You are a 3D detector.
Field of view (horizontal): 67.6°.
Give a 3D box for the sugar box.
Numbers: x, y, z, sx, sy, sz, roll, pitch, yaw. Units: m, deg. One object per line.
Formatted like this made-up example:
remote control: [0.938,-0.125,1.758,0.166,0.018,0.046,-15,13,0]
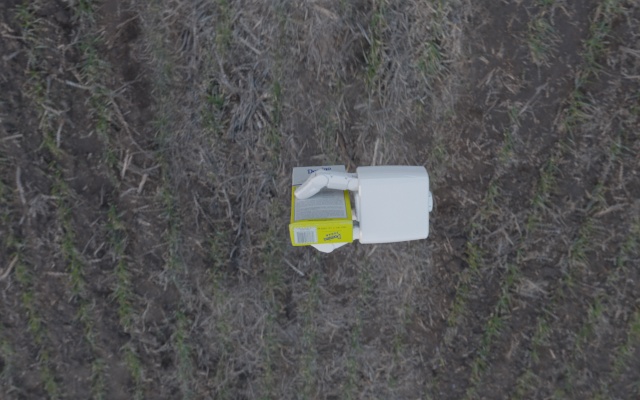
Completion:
sugar box: [0.000,0.003,0.768,0.093,0.048,0.176,-3,29,1]
